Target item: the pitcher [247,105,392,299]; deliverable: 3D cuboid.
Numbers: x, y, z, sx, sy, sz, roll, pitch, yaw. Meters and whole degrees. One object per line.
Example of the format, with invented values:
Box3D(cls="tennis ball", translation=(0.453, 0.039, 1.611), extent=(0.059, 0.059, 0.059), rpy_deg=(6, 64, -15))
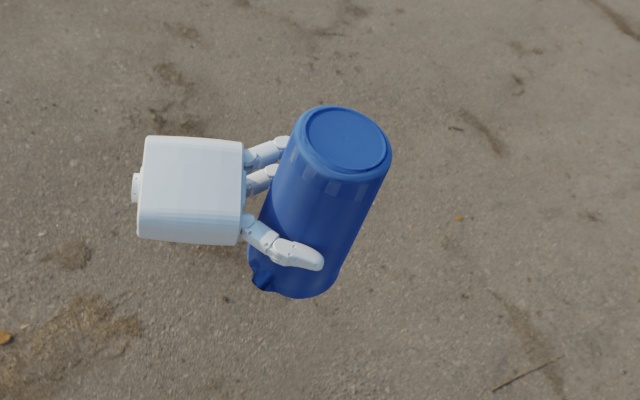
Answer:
Box3D(cls="pitcher", translation=(0.000, 0.002, 0.581), extent=(0.145, 0.149, 0.243), rpy_deg=(6, -38, -15))
